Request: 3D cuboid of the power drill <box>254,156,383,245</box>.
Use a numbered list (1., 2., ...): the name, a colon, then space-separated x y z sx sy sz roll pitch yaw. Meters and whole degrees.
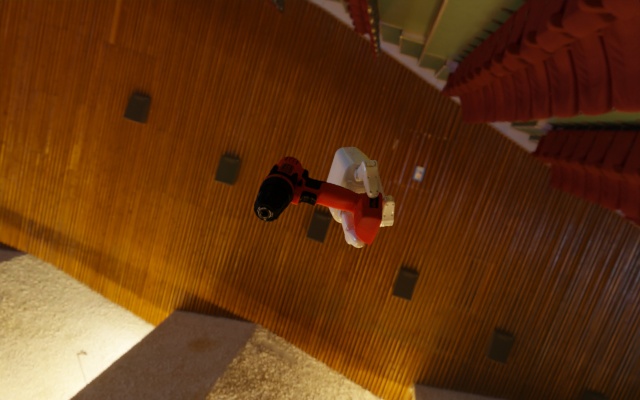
1. power drill: 0.001 0.002 0.732 0.187 0.057 0.184 21 28 -2
